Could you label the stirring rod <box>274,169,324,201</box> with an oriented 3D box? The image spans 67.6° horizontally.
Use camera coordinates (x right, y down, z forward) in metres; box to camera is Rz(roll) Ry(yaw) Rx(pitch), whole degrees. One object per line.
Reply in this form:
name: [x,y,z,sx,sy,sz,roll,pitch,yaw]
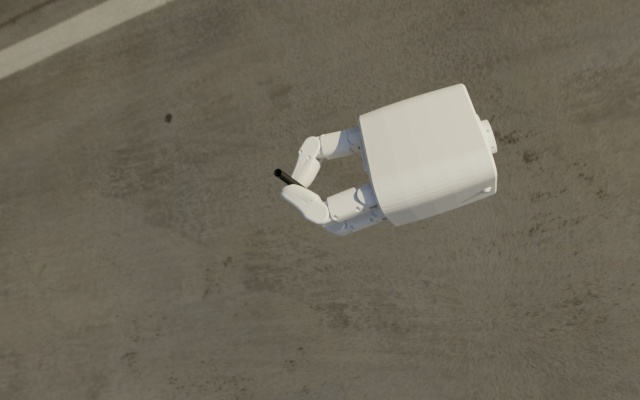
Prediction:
stirring rod: [0.000,0.002,0.548,0.011,0.011,0.239,0,-13,20]
